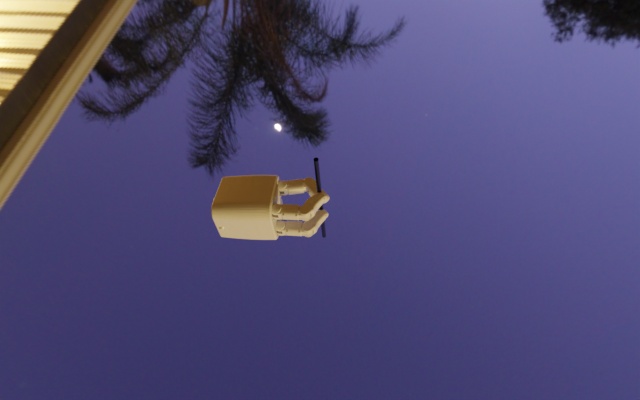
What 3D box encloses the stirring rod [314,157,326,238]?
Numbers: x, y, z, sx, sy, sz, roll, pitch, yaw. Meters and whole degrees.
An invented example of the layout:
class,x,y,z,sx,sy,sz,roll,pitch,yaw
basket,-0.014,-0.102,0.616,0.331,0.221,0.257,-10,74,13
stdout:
class,x,y,z,sx,sy,sz,roll,pitch,yaw
stirring rod,0.000,0.003,0.859,0.011,0.011,0.240,0,-35,4
